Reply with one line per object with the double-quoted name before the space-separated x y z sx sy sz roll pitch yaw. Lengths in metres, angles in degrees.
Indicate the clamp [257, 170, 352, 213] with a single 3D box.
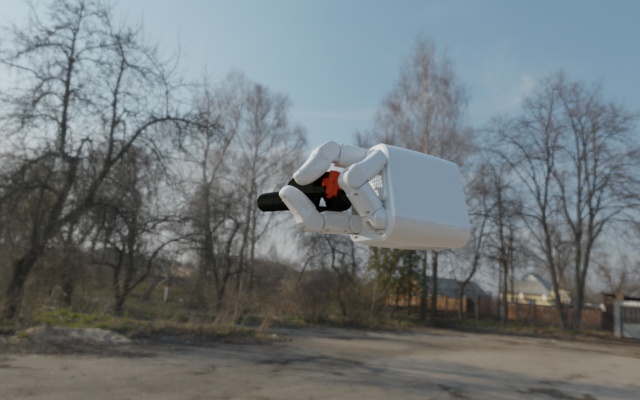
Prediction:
"clamp" 0.000 0.001 0.590 0.120 0.039 0.171 9 -12 -23
